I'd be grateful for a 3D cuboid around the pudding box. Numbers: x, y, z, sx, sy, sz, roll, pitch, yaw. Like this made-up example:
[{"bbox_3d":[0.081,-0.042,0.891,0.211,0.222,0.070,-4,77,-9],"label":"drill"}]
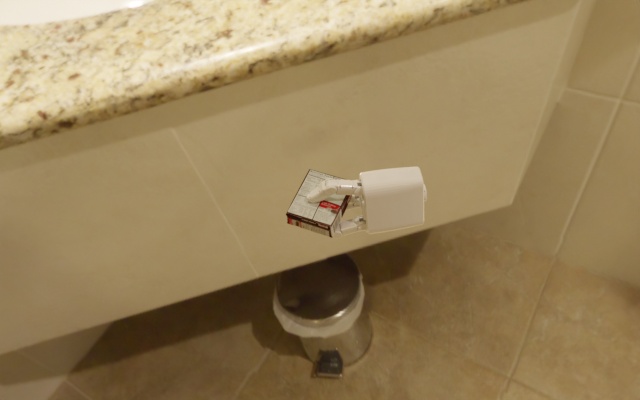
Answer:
[{"bbox_3d":[0.000,0.003,0.869,0.090,0.113,0.039,16,-35,16],"label":"pudding box"}]
